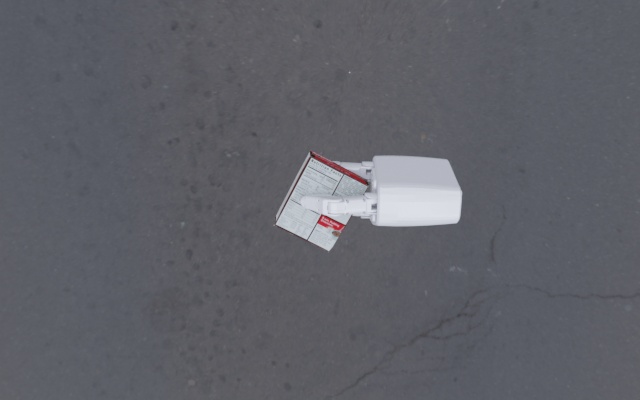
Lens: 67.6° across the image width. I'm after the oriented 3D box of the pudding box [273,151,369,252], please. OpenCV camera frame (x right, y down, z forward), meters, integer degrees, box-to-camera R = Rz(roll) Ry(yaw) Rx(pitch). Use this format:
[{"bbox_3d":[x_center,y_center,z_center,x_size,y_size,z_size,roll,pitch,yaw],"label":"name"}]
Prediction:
[{"bbox_3d":[0.000,0.002,0.648,0.090,0.113,0.039,27,13,-7],"label":"pudding box"}]
